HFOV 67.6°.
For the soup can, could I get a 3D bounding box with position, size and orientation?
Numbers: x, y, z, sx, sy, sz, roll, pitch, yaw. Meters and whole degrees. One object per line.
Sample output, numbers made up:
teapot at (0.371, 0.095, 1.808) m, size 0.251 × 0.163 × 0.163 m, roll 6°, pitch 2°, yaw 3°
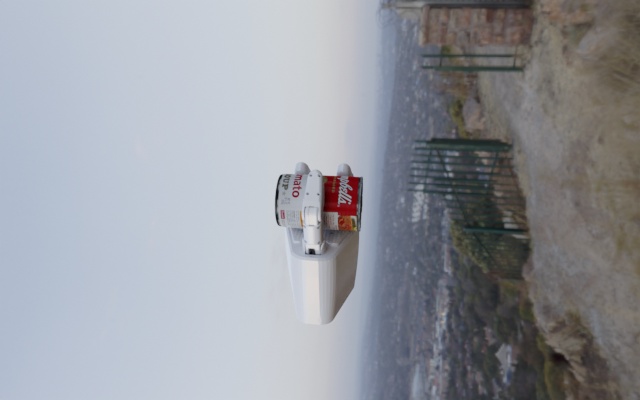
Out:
soup can at (0.000, 0.002, 0.590) m, size 0.102 × 0.068 × 0.068 m, roll 3°, pitch 0°, yaw 7°
